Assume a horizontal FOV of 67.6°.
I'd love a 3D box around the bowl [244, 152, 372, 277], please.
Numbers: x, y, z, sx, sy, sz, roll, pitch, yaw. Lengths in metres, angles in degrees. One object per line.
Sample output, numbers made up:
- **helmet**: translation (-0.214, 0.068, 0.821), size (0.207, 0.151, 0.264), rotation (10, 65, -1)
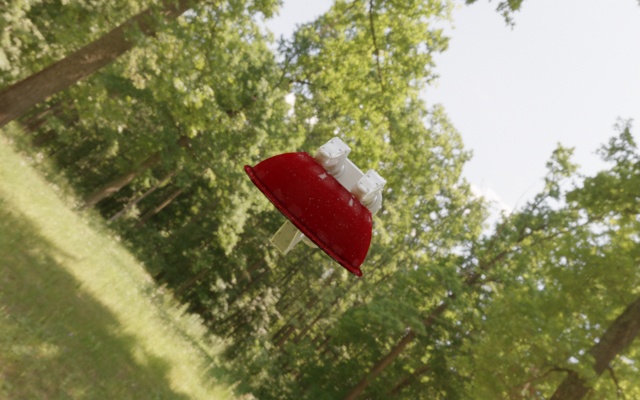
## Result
- **bowl**: translation (0.000, 0.001, 0.481), size (0.162, 0.055, 0.162), rotation (43, 3, -3)
